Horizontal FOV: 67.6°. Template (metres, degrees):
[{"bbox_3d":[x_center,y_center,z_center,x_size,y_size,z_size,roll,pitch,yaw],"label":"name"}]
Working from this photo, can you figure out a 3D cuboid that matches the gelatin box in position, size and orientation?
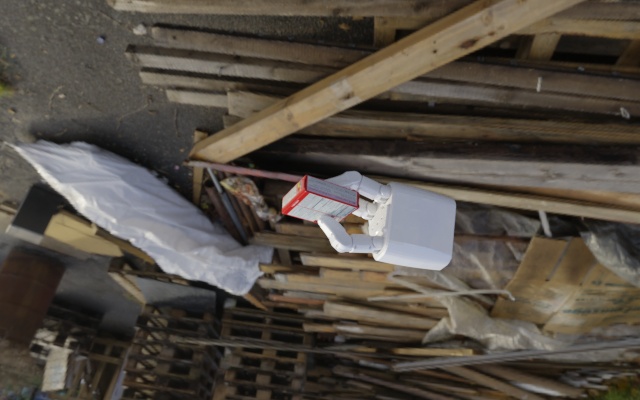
[{"bbox_3d":[0.000,0.003,0.680,0.089,0.030,0.073,16,-33,-25],"label":"gelatin box"}]
